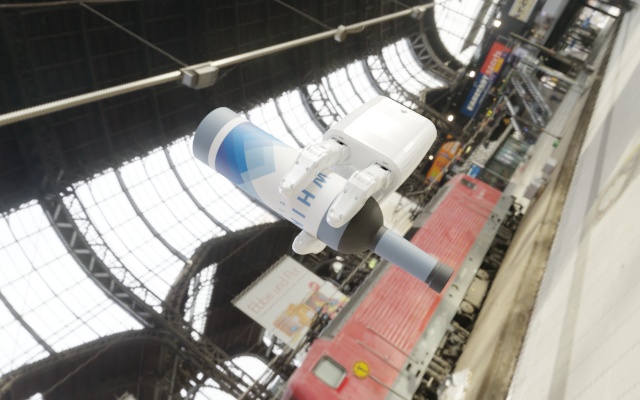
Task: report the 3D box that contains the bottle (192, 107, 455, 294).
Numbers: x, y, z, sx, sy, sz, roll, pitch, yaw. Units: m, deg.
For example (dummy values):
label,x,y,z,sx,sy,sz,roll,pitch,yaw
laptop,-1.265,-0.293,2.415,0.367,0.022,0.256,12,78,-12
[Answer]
label,x,y,z,sx,sy,sz,roll,pitch,yaw
bottle,0.000,0.002,0.491,0.295,0.069,0.069,32,10,16
